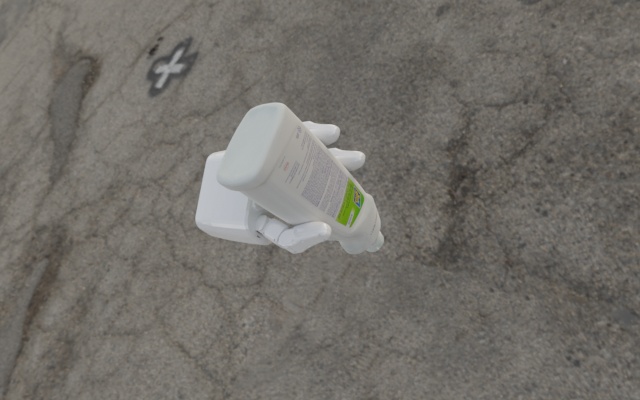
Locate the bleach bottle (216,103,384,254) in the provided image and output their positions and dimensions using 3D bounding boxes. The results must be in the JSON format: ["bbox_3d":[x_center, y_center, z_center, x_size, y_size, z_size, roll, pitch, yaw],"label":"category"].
[{"bbox_3d":[0.000,0.002,0.551,0.068,0.102,0.251,2,-28,41],"label":"bleach bottle"}]
